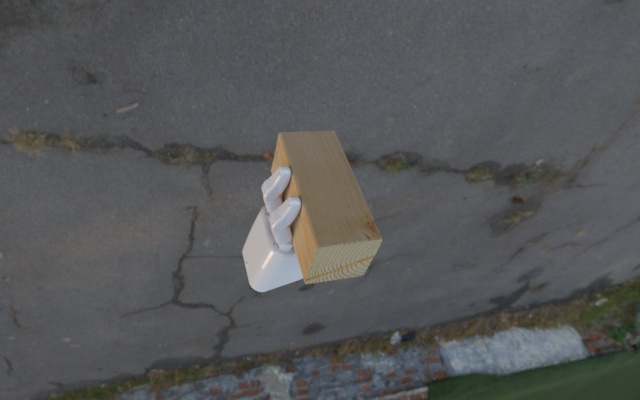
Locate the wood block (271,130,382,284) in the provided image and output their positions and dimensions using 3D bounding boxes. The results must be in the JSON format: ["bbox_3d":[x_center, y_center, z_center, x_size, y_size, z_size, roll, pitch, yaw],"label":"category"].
[{"bbox_3d":[0.000,0.003,0.679,0.091,0.206,0.090,-5,-39,-20],"label":"wood block"}]
